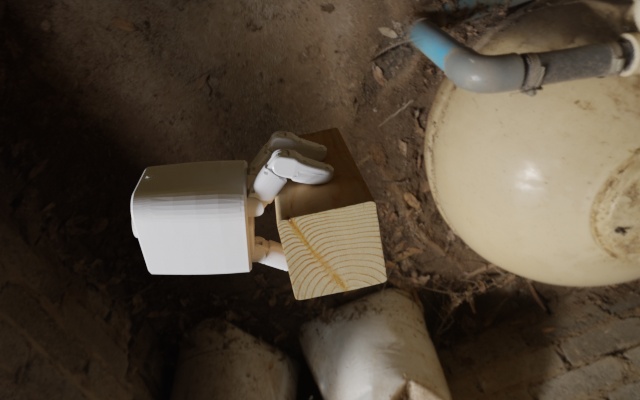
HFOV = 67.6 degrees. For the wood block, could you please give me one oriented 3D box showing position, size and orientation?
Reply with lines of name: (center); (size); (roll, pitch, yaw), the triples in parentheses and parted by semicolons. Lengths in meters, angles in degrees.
wood block: (0.000, 0.002, 0.519); (0.090, 0.091, 0.206); (-12, 28, -2)
